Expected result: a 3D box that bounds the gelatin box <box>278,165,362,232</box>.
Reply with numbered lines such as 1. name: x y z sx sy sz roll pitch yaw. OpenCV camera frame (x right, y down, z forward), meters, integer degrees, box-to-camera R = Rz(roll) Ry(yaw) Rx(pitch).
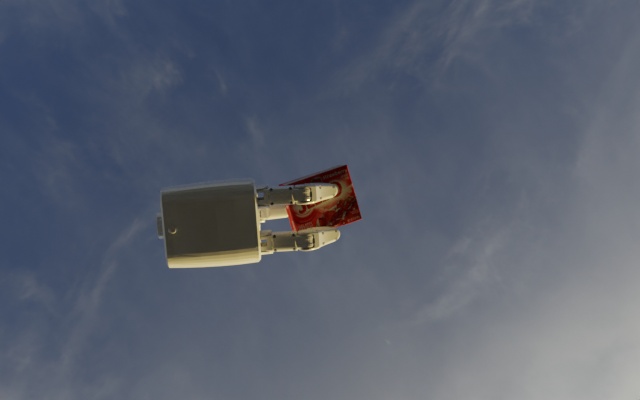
1. gelatin box: 0.000 0.002 0.603 0.089 0.073 0.030 -19 9 -14
